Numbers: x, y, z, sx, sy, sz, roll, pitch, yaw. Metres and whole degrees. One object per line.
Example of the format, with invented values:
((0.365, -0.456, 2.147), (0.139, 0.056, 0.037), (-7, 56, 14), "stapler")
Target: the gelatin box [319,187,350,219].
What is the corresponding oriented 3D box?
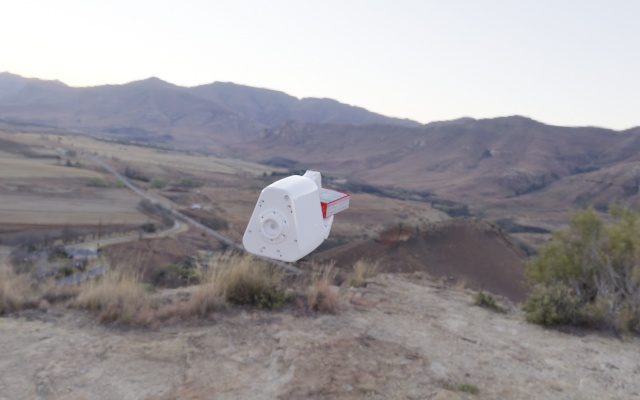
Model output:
((0.000, 0.002, 0.854), (0.073, 0.030, 0.089), (14, 20, 28), "gelatin box")
